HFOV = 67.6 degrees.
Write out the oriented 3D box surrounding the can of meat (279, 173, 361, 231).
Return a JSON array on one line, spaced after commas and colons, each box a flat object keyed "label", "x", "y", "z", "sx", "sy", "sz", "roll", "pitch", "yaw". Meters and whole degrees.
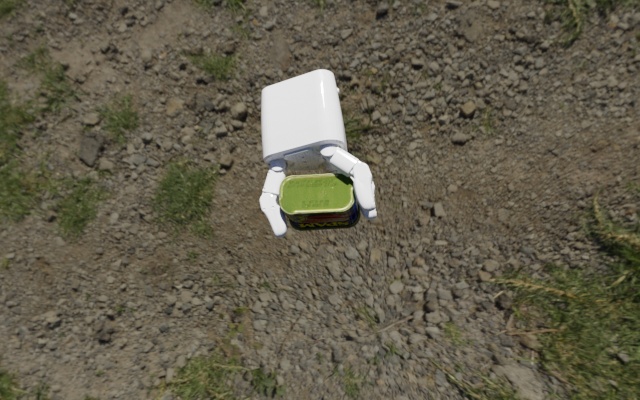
[{"label": "can of meat", "x": 0.000, "y": 0.002, "z": 0.634, "sx": 0.102, "sy": 0.057, "sz": 0.084, "roll": -3, "pitch": -16, "yaw": 7}]
